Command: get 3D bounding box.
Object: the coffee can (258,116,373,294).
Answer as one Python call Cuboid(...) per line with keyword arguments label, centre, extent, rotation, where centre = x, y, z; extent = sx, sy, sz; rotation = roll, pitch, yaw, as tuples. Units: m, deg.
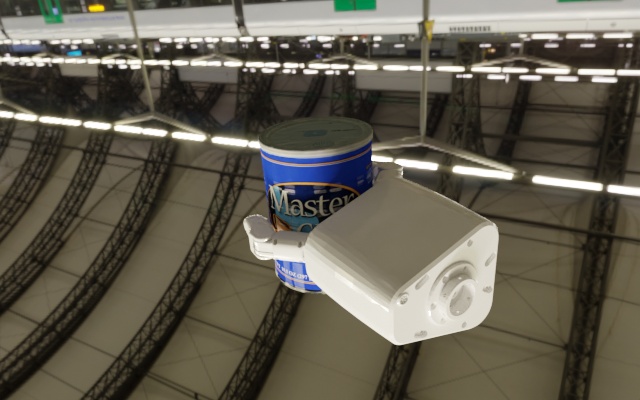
Cuboid(label="coffee can", centre=(0.000, 0.001, 0.455), extent=(0.103, 0.140, 0.102), rotation=(-4, 25, 2))
